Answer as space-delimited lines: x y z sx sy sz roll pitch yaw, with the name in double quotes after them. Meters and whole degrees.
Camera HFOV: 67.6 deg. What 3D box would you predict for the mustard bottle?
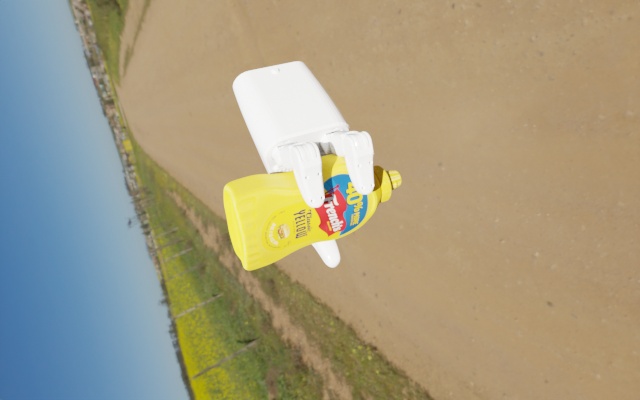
0.000 0.002 0.500 0.191 0.096 0.058 -18 37 -20 "mustard bottle"
